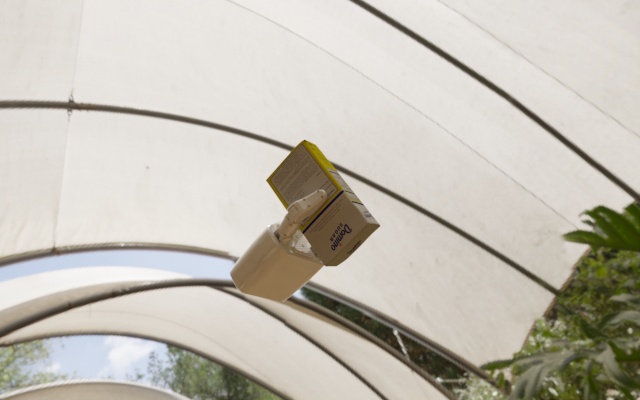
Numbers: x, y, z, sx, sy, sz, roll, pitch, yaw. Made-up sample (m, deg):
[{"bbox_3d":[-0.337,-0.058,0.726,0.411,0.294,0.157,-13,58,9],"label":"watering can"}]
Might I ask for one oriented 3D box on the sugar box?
[{"bbox_3d":[0.000,0.002,0.708,0.093,0.176,0.048,-46,-26,19],"label":"sugar box"}]
